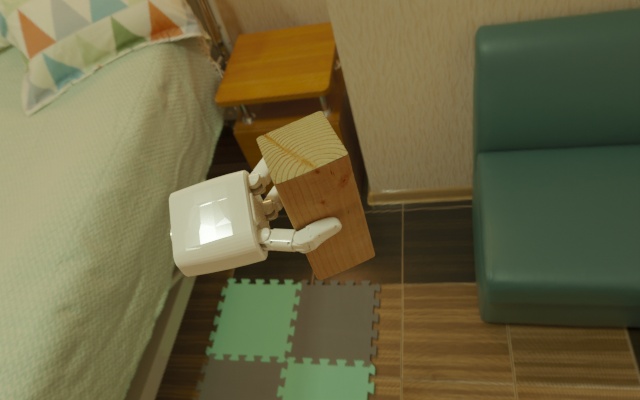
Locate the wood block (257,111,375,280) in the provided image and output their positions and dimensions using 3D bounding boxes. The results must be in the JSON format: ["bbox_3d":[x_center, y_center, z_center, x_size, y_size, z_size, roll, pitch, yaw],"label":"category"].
[{"bbox_3d":[0.000,0.002,0.623,0.090,0.090,0.206,-23,-42,-3],"label":"wood block"}]
